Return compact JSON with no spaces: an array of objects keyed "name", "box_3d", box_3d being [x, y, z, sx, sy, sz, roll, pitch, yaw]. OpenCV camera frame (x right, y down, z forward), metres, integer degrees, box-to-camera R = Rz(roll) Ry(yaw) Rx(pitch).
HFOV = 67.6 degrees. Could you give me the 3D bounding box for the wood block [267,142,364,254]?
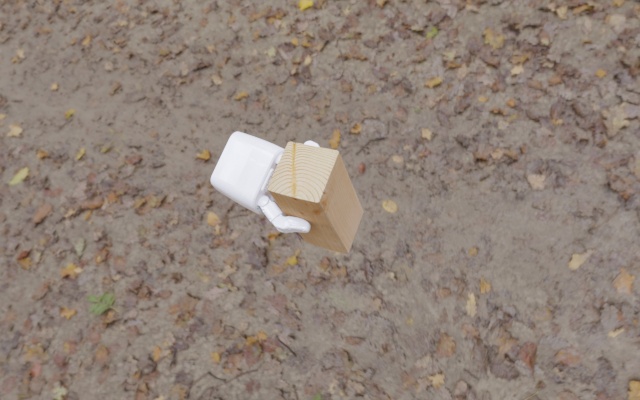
[{"name":"wood block","box_3d":[0.000,0.003,0.793,0.090,0.090,0.206,14,-22,23]}]
